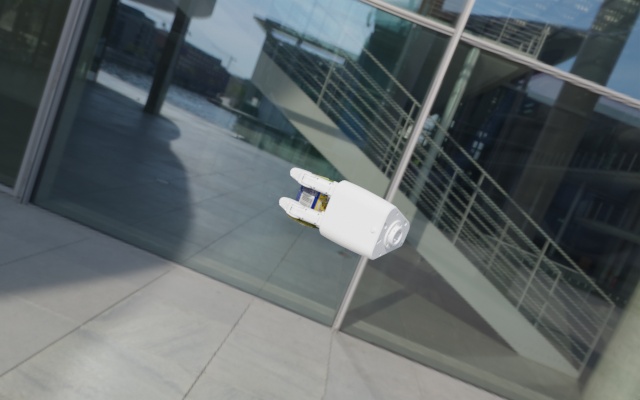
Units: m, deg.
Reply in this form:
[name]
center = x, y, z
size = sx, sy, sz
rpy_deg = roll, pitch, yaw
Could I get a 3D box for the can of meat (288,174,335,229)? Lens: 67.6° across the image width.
[can of meat]
center = 0.000, 0.002, 0.857
size = 0.057, 0.084, 0.102
rpy_deg = 28, 9, 36
